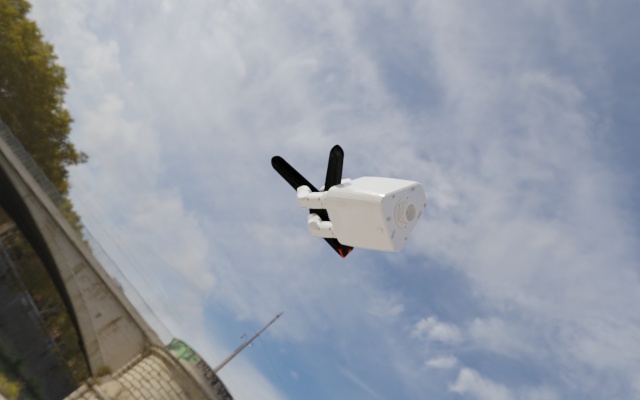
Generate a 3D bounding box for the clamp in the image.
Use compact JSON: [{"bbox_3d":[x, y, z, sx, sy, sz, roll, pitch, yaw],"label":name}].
[{"bbox_3d":[0.001,0.003,0.819,0.164,0.210,0.036,5,34,44],"label":"clamp"}]
